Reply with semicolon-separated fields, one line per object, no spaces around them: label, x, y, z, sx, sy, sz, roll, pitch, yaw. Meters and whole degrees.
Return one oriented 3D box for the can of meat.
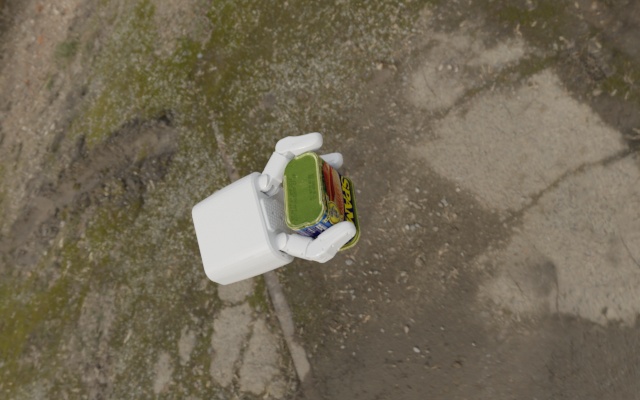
can of meat;0.000;0.002;0.577;0.057;0.102;0.084;-21;-33;25
